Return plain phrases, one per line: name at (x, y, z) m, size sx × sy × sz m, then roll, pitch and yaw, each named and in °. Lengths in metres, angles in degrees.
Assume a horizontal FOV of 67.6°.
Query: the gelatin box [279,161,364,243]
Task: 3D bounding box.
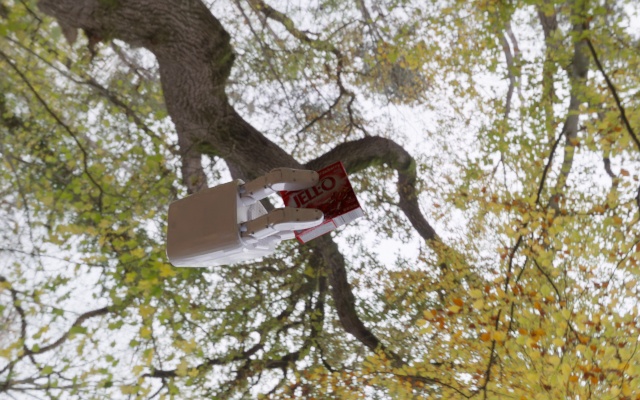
gelatin box at (0.001, 0.002, 0.598) m, size 0.089 × 0.073 × 0.030 m, roll -25°, pitch -31°, yaw 5°
